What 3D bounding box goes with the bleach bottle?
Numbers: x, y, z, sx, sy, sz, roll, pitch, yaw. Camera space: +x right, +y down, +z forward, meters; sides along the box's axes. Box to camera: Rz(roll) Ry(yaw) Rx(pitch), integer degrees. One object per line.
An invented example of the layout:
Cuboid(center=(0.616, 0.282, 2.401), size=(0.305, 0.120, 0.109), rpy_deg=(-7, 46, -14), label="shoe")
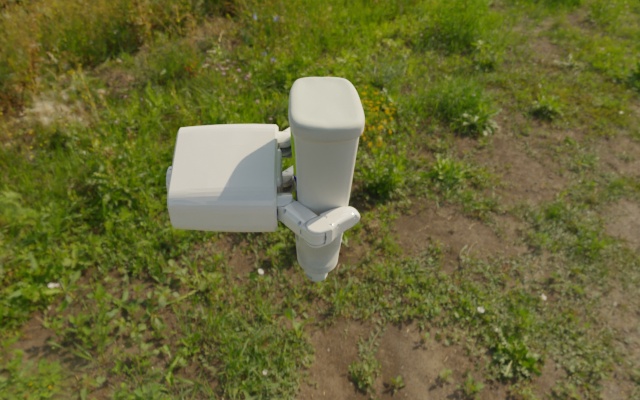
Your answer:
Cuboid(center=(0.000, 0.002, 0.518), size=(0.068, 0.251, 0.102), rpy_deg=(-1, 40, -4), label="bleach bottle")
